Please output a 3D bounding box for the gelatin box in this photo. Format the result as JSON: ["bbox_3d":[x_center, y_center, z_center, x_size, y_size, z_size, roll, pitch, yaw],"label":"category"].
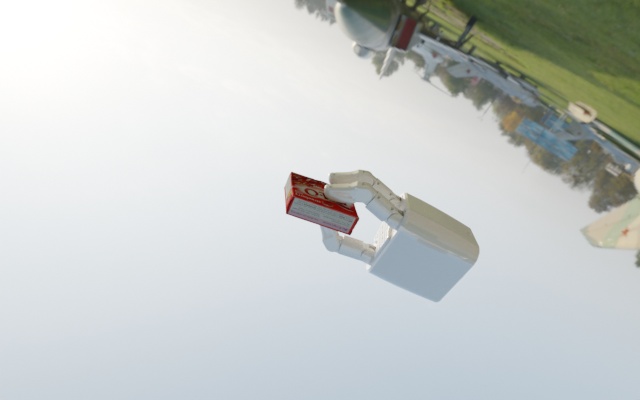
[{"bbox_3d":[0.000,0.002,0.603,0.089,0.030,0.073,18,24,-14],"label":"gelatin box"}]
